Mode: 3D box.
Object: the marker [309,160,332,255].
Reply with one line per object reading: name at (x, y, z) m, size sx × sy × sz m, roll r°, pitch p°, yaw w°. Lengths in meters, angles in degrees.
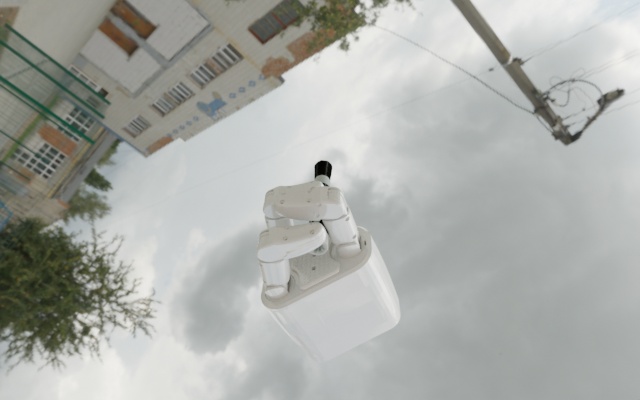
marker at (0.000, 0.001, 0.452) m, size 0.020 × 0.020 × 0.121 m, roll 0°, pitch 41°, yaw 4°
